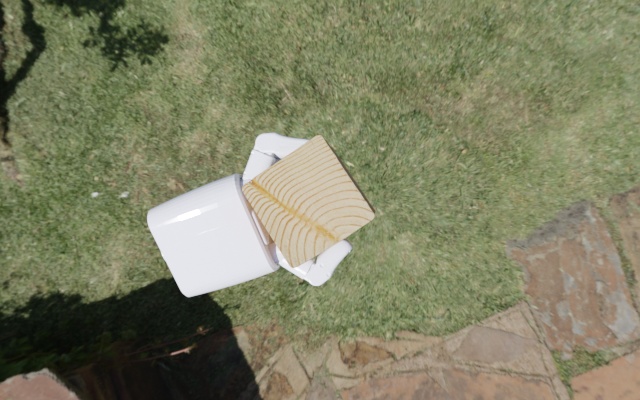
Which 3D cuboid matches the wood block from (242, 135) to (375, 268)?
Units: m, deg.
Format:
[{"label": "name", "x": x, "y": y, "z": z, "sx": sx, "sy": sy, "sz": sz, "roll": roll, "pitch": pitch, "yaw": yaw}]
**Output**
[{"label": "wood block", "x": 0.000, "y": 0.002, "z": 0.522, "sx": 0.090, "sy": 0.091, "sz": 0.206, "roll": -33, "pitch": -3, "yaw": 6}]
